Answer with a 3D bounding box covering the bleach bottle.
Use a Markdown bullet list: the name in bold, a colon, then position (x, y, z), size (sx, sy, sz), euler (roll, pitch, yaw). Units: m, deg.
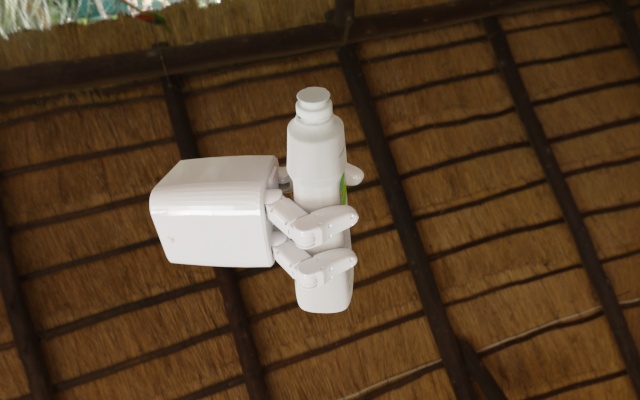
- **bleach bottle**: position (0.000, 0.002, 0.485), size (0.068, 0.251, 0.102), euler (0, 41, 3)
